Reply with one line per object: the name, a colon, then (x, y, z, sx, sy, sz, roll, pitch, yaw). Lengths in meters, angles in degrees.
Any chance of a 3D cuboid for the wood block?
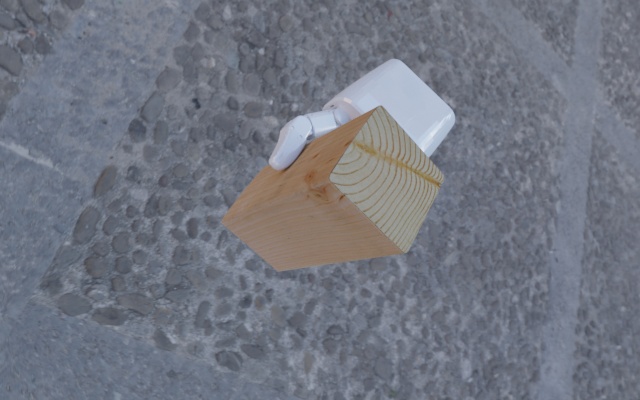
wood block: (0.000, 0.001, 0.459, 0.091, 0.090, 0.206, 44, -31, -17)
